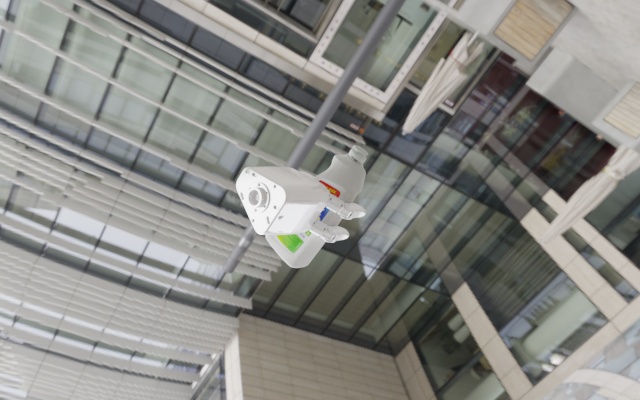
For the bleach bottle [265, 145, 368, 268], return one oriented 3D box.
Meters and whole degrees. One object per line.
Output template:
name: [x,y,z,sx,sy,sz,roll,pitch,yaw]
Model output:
bleach bottle: [0.000,0.003,0.872,0.102,0.251,0.068,47,26,27]
